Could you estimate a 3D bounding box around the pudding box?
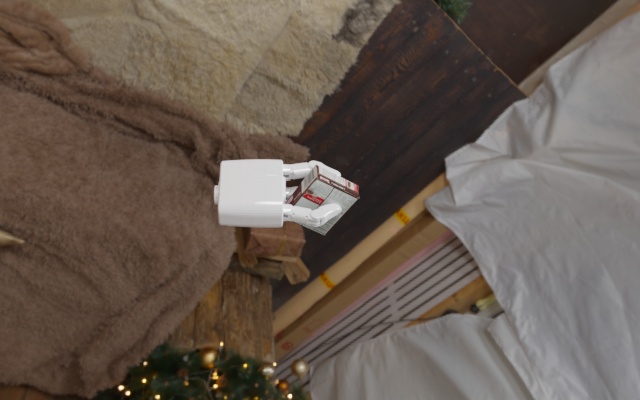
[{"bbox_3d":[0.000,0.003,0.832,0.090,0.039,0.113,25,-52,-23],"label":"pudding box"}]
